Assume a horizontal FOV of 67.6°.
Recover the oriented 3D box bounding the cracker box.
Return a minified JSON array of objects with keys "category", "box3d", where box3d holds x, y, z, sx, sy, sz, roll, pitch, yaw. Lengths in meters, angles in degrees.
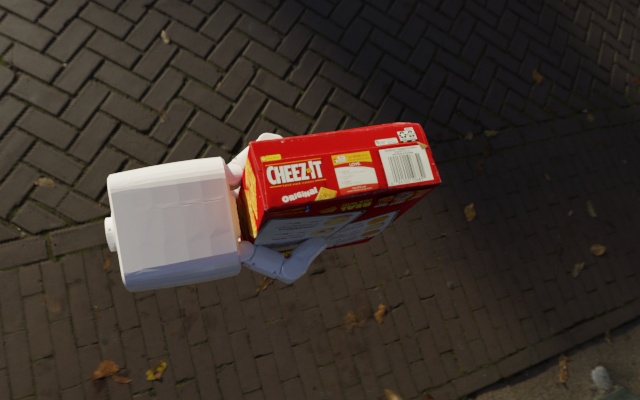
[{"category":"cracker box","box3d":[0.000,0.002,0.501,0.164,0.072,0.214,-9,-16,-17]}]
